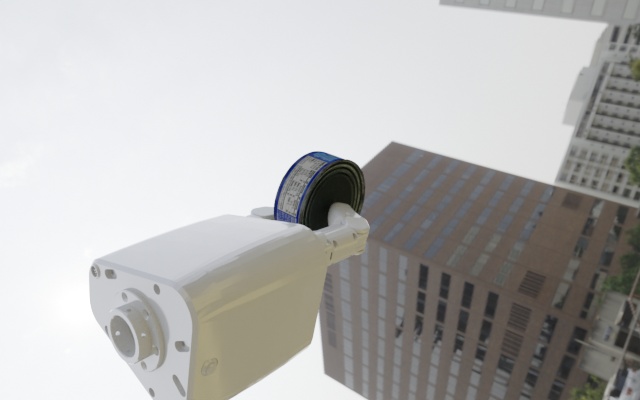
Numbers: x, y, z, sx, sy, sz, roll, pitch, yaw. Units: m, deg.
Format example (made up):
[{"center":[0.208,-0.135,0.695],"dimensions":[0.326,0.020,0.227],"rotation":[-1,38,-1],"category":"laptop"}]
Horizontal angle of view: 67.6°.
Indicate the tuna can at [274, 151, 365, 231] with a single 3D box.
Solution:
[{"center":[0.000,0.001,0.415],"dimensions":[0.033,0.086,0.086],"rotation":[23,14,35],"category":"tuna can"}]
